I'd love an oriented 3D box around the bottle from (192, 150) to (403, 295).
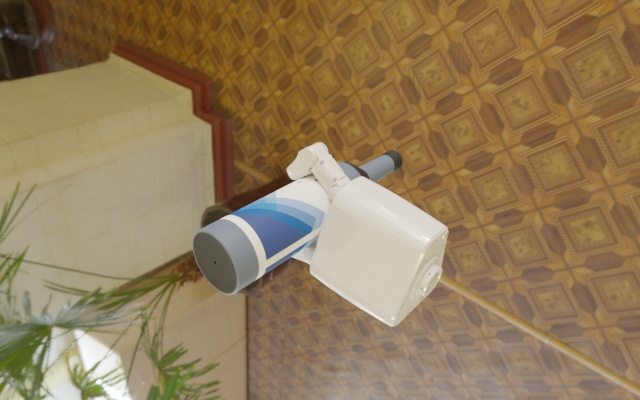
[{"bbox_3d":[0.000,0.002,0.529,0.069,0.069,0.295,0,22,45],"label":"bottle"}]
